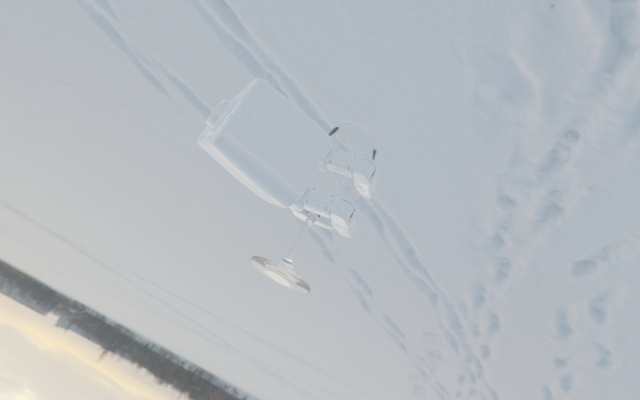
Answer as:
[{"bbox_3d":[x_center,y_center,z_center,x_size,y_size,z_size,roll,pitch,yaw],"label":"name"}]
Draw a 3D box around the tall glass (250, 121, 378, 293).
[{"bbox_3d":[0.000,0.002,0.558,0.079,0.201,0.079,24,-24,12],"label":"tall glass"}]
